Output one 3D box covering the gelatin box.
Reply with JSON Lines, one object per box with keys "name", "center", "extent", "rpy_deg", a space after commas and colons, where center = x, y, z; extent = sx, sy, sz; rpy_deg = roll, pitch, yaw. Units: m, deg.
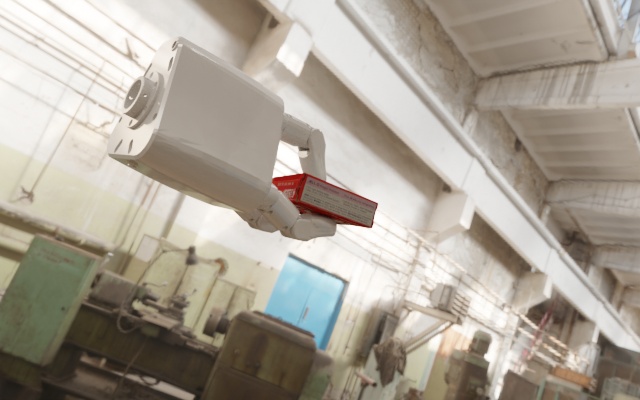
{"name": "gelatin box", "center": [0.000, 0.001, 0.474], "extent": [0.089, 0.030, 0.073], "rpy_deg": [20, -9, -28]}
